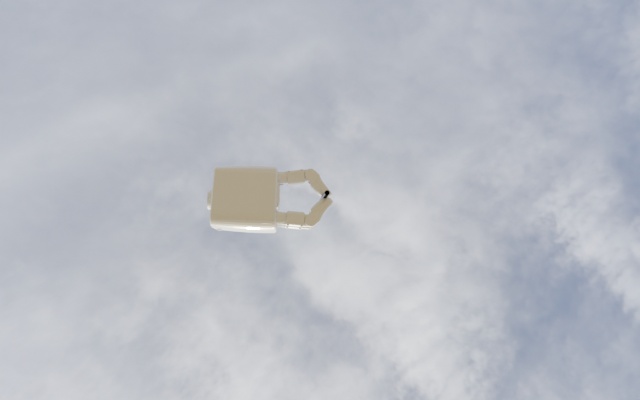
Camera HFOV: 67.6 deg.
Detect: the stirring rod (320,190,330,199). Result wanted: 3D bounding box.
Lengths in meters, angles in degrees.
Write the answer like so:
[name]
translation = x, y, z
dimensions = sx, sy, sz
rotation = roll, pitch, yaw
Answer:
[stirring rod]
translation = 0.000, 0.003, 0.861
dimensions = 0.011, 0.011, 0.239
rotation = 0, -7, -5
